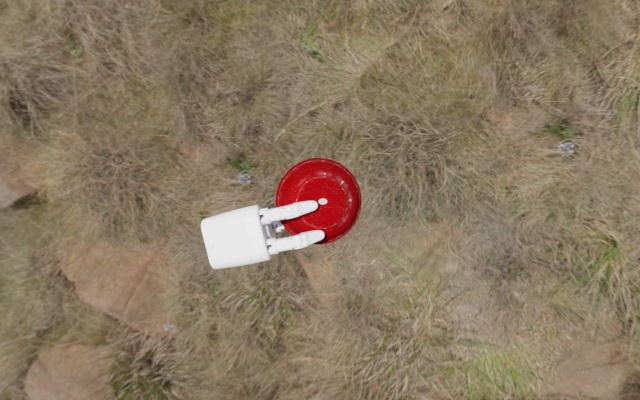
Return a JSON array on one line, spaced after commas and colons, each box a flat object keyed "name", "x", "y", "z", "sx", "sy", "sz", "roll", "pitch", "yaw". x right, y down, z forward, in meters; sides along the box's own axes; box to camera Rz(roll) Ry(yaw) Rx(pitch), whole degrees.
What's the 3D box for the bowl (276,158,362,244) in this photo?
[{"name": "bowl", "x": 0.001, "y": 0.002, "z": 0.862, "sx": 0.162, "sy": 0.162, "sz": 0.055, "roll": 0, "pitch": 3, "yaw": -7}]
